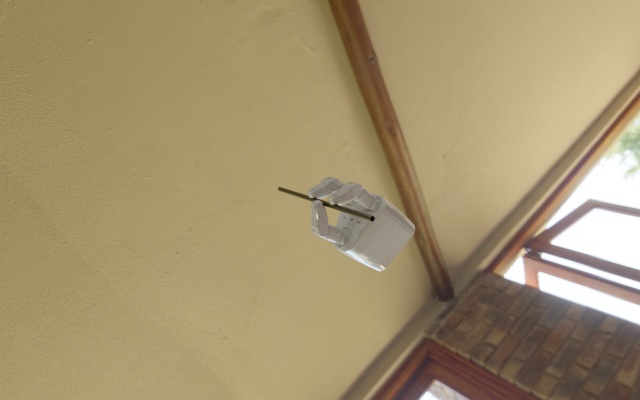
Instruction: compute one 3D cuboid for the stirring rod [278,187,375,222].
[{"bbox_3d":[0.000,0.003,0.760,0.011,0.011,0.239,0,11,-38],"label":"stirring rod"}]
